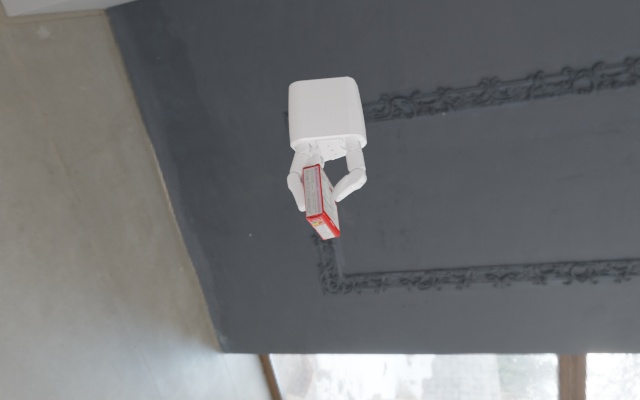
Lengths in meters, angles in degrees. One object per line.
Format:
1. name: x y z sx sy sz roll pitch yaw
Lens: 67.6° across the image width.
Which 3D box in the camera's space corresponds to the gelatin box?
1. gelatin box: 0.001 0.002 0.700 0.030 0.089 0.073 -15 -33 14
